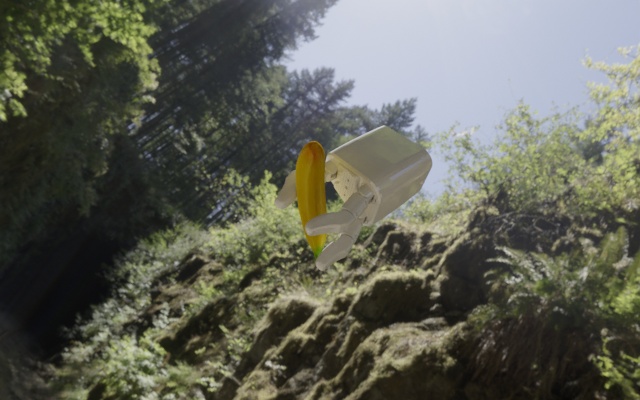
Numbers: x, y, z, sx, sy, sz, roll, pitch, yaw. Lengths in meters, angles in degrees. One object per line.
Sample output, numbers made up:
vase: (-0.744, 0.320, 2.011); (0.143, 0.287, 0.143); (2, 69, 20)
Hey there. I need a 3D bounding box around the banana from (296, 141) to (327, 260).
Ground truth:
banana: (-0.007, -0.006, 0.623); (0.037, 0.198, 0.069); (-19, 42, -16)
